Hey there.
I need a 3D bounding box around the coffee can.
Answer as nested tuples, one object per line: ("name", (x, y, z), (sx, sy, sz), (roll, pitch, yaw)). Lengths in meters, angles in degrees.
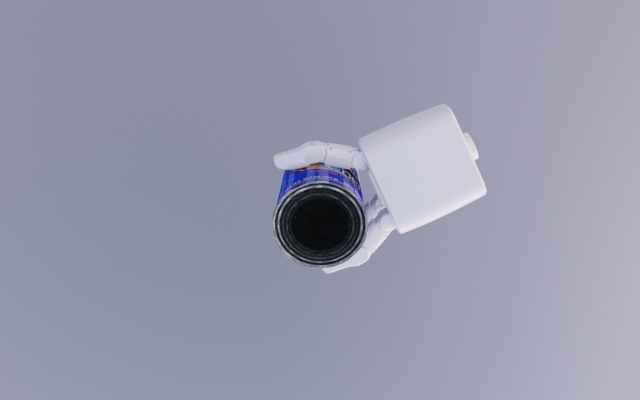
("coffee can", (0.000, 0.002, 0.570), (0.103, 0.103, 0.140), (0, 22, 0))
